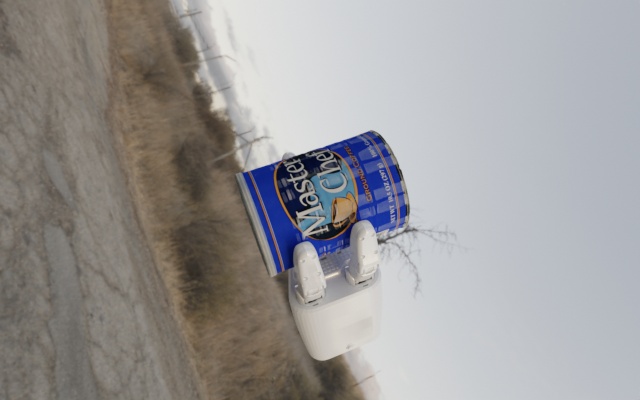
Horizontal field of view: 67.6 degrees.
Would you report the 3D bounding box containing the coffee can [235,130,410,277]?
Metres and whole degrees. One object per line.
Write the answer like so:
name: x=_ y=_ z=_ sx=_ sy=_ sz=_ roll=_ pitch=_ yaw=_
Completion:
coffee can: x=0.000 y=0.001 z=0.462 sx=0.140 sy=0.103 sz=0.103 roll=-19 pitch=3 yaw=-10
